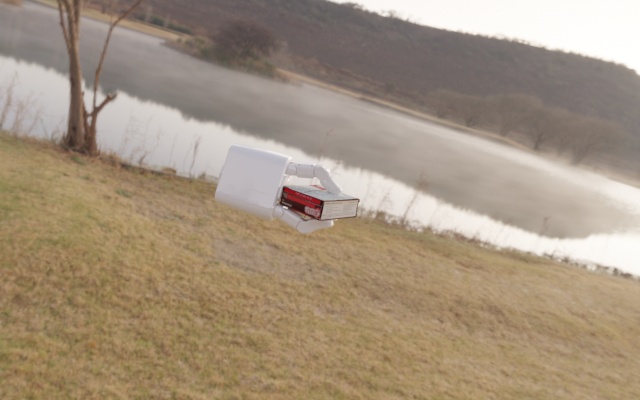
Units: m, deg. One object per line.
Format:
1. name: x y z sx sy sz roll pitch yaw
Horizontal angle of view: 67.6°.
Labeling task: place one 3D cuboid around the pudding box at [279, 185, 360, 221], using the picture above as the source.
1. pudding box: 0.000 0.002 0.816 0.090 0.039 0.113 22 16 34
